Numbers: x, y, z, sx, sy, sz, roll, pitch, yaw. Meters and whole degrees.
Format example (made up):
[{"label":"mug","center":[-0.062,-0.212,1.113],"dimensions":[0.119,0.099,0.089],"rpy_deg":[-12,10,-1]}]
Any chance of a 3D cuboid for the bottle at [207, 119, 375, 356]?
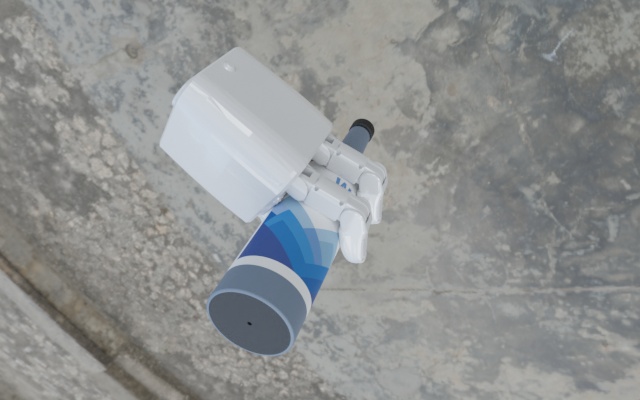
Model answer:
[{"label":"bottle","center":[0.000,0.002,0.436],"dimensions":[0.069,0.069,0.295],"rpy_deg":[0,35,24]}]
